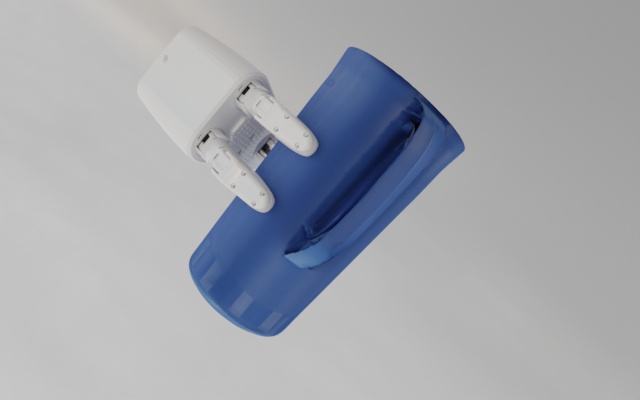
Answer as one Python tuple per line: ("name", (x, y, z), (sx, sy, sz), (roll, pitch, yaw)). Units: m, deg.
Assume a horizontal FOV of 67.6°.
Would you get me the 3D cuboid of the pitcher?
("pitcher", (0.000, 0.001, 0.413), (0.145, 0.243, 0.149), (43, 6, 26))
